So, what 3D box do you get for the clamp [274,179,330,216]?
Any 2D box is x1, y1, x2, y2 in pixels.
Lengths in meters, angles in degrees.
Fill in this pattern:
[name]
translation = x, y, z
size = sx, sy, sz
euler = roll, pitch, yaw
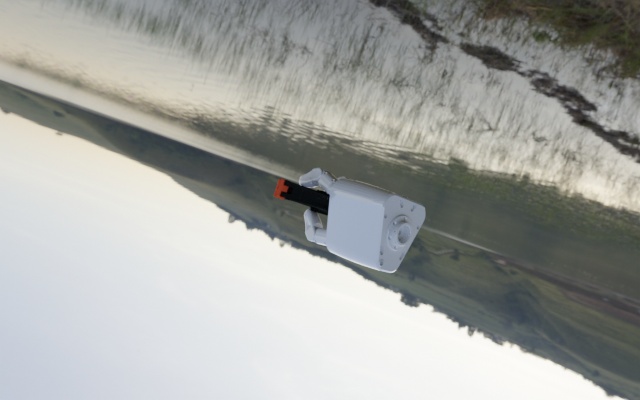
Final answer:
[clamp]
translation = 0.000, 0.003, 0.776
size = 0.210, 0.036, 0.164
euler = 18, -2, -40
